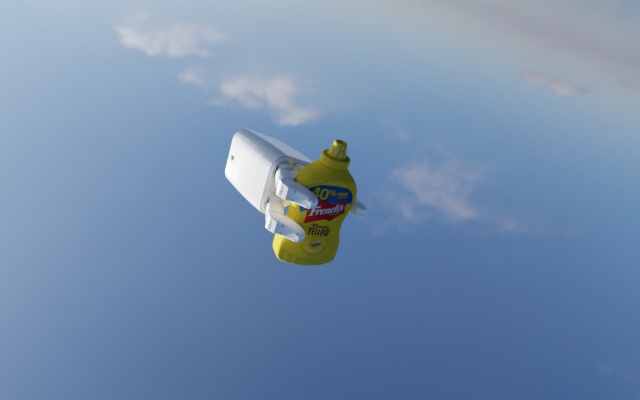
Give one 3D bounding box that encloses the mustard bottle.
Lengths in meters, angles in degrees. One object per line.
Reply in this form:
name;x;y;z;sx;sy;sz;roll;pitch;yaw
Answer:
mustard bottle;0.000;0.003;0.684;0.096;0.192;0.058;7;28;-23
